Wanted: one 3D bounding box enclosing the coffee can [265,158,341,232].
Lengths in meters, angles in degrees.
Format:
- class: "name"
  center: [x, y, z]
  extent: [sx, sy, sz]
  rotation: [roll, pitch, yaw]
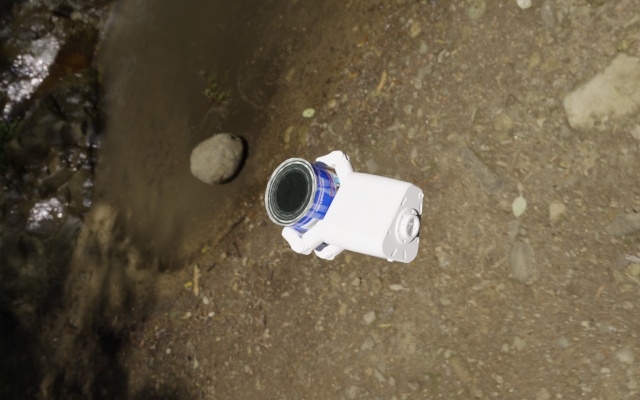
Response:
- class: "coffee can"
  center: [0.000, 0.002, 0.742]
  extent: [0.103, 0.103, 0.140]
  rotation: [0, -13, 42]
